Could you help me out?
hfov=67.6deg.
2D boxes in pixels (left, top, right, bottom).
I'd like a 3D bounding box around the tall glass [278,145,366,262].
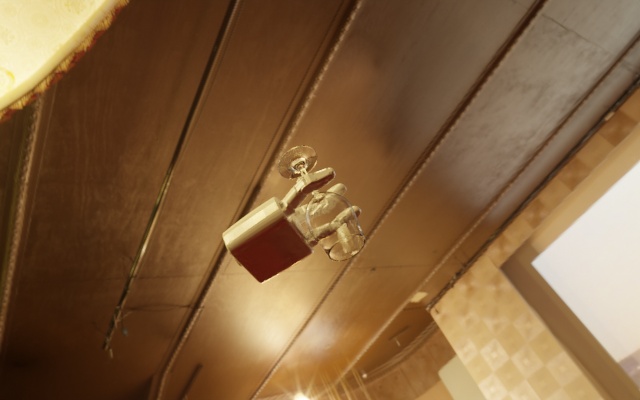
[{"bbox_3d":[0.000,0.002,0.770,0.079,0.079,0.201,0,43,-34],"label":"tall glass"}]
